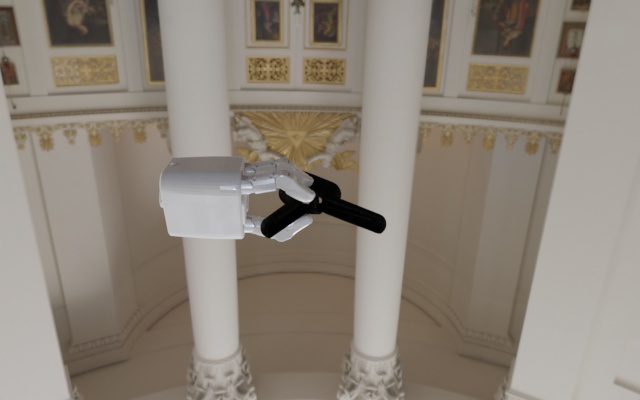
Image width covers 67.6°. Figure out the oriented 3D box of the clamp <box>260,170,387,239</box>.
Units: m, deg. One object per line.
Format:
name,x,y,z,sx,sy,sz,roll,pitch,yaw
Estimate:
clamp,0.000,0.003,0.695,0.164,0.036,0.210,2,21,-5
